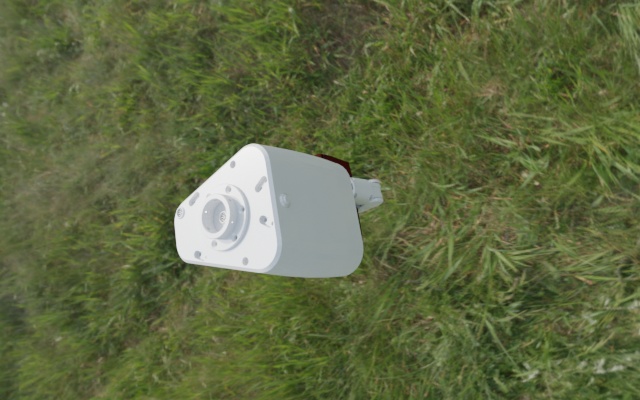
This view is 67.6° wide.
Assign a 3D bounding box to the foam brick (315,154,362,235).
[{"bbox_3d":[0.000,0.001,0.459,0.053,0.078,0.051,-19,-17,32],"label":"foam brick"}]
